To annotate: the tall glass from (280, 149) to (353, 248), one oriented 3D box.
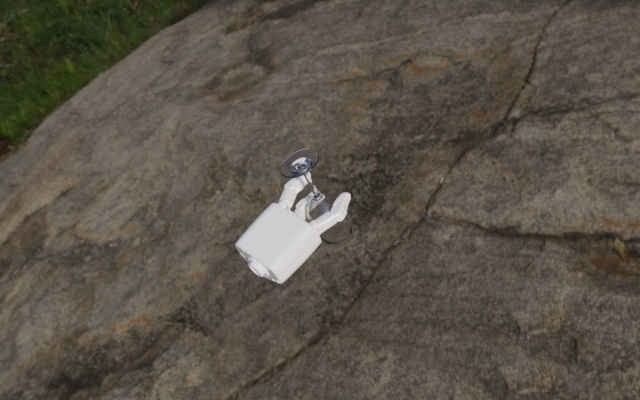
[{"bbox_3d":[0.000,0.002,0.895,0.079,0.079,0.201,0,-43,31],"label":"tall glass"}]
